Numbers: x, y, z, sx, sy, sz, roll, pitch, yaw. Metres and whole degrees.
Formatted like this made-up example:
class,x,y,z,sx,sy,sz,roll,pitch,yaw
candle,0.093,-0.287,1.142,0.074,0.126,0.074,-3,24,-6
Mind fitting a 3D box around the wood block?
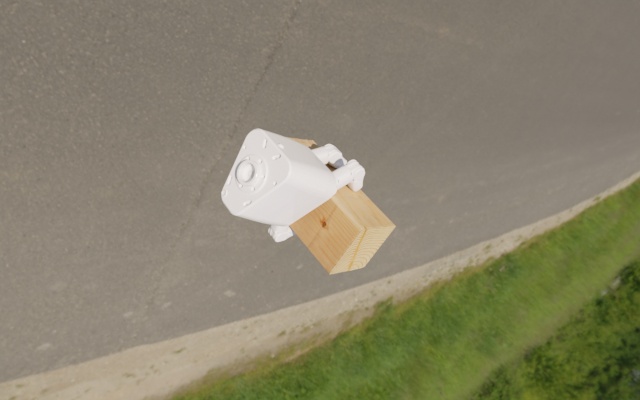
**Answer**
class,x,y,z,sx,sy,sz,roll,pitch,yaw
wood block,0.000,0.003,0.724,0.090,0.091,0.206,-2,43,-50
